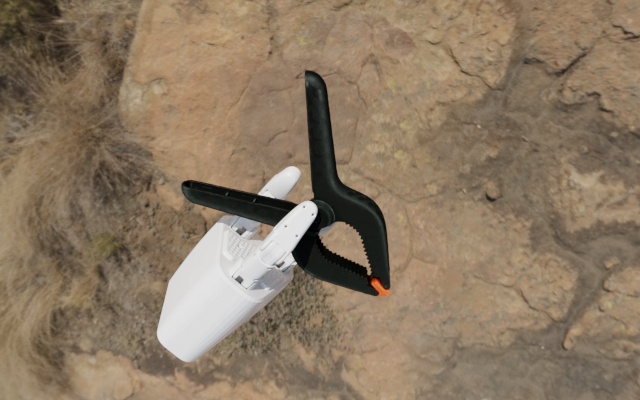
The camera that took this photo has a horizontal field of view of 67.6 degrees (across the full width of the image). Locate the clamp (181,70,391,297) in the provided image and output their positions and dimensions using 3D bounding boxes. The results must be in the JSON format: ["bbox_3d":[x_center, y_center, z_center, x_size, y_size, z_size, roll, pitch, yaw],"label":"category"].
[{"bbox_3d":[0.000,0.002,0.434,0.210,0.164,0.036,42,18,-9],"label":"clamp"}]
